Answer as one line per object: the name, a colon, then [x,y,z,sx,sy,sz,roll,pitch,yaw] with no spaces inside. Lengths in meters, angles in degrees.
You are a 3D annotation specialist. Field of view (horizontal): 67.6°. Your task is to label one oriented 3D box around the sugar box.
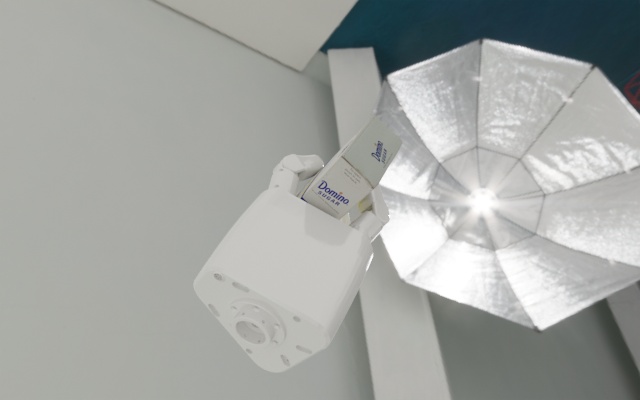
sugar box: [0.000,0.002,0.473,0.176,0.048,0.093,-41,8,39]
